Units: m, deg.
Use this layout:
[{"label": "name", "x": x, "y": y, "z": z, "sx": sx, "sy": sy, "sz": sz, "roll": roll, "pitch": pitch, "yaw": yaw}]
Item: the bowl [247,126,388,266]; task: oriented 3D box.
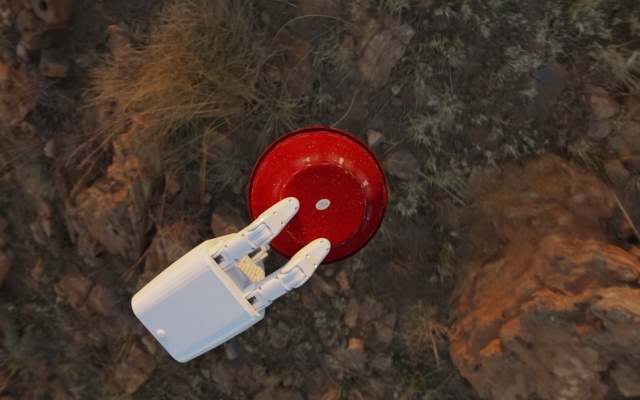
[{"label": "bowl", "x": 0.001, "y": 0.001, "z": 0.521, "sx": 0.162, "sy": 0.162, "sz": 0.055, "roll": 0, "pitch": 11, "yaw": -5}]
